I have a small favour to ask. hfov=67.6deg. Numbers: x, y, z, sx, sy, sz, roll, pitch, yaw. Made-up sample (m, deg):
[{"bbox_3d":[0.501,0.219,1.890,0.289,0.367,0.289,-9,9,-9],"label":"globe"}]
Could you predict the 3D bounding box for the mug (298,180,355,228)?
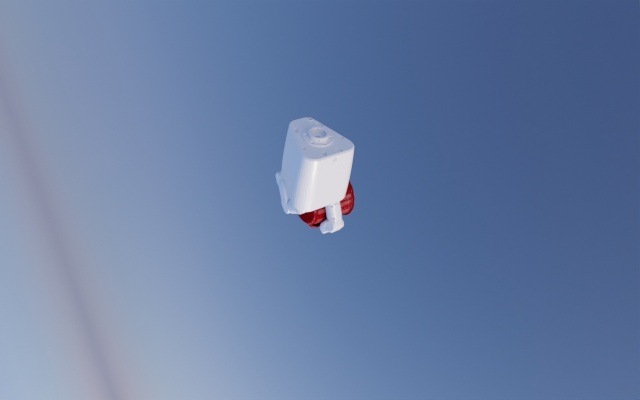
[{"bbox_3d":[0.000,0.004,0.867,0.081,0.117,0.093,-19,49,-29],"label":"mug"}]
